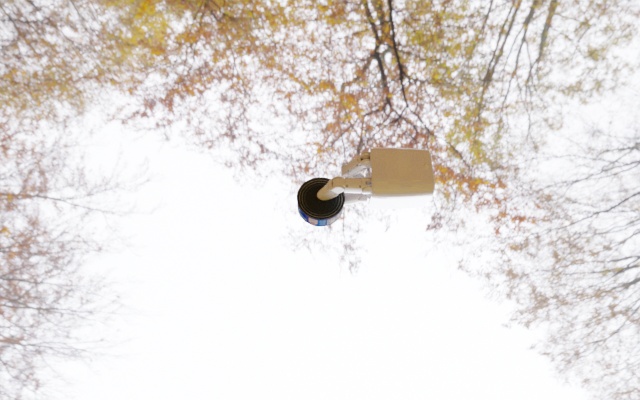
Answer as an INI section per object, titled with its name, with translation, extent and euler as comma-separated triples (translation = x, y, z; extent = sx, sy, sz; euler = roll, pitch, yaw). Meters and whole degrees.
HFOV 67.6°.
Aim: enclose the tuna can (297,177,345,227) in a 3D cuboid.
[tuna can]
translation = 0.000, 0.003, 0.852
extent = 0.086, 0.086, 0.034
euler = 0, -29, -2
